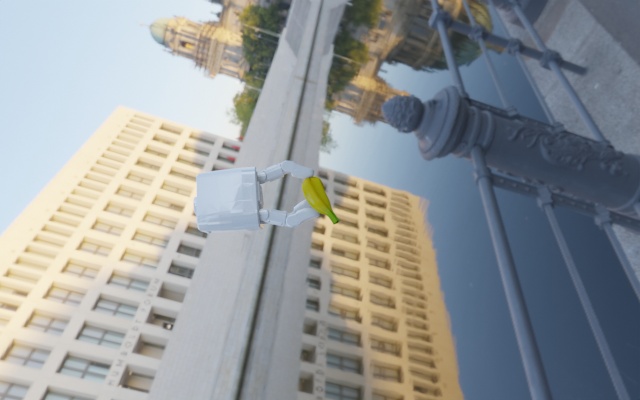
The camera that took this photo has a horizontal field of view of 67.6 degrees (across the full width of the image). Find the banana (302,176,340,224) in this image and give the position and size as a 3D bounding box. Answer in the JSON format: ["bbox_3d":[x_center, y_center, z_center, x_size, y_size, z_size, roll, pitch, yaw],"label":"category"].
[{"bbox_3d":[-0.008,-0.012,0.865,0.037,0.070,0.197,-27,18,3],"label":"banana"}]
